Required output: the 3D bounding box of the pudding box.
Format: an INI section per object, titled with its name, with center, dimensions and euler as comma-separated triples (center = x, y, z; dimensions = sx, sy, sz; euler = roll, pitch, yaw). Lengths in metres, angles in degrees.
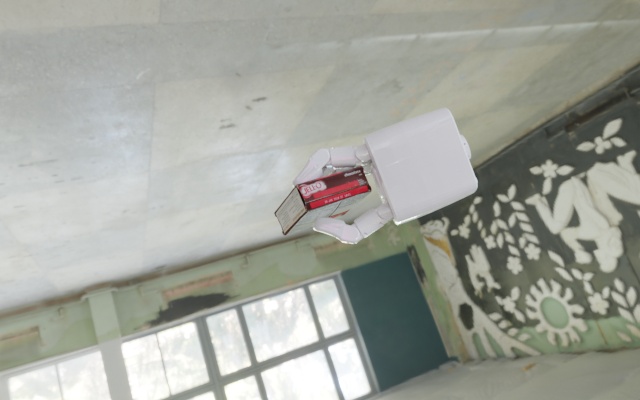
[pudding box]
center = 0.000, 0.002, 0.595
dimensions = 0.090, 0.039, 0.113
euler = -16, -14, -24
